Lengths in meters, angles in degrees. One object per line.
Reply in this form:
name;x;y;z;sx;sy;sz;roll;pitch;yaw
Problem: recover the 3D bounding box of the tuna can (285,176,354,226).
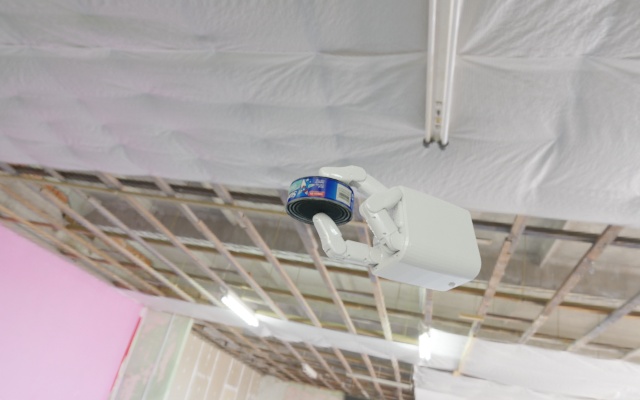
tuna can;0.000;0.001;0.608;0.086;0.033;0.086;6;-24;3
